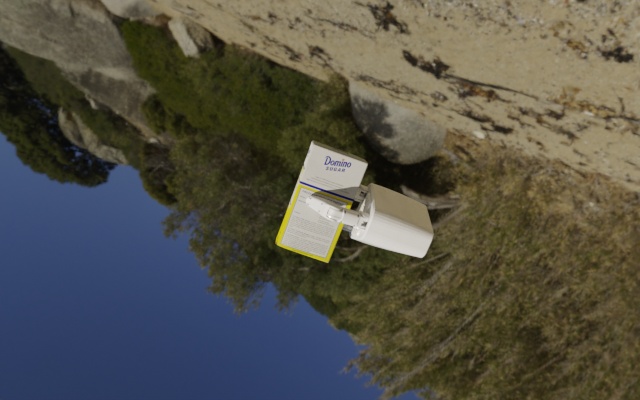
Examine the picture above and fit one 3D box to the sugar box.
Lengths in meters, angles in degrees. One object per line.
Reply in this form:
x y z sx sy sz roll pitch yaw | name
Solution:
0.000 0.003 0.765 0.093 0.176 0.048 20 12 -9 | sugar box
